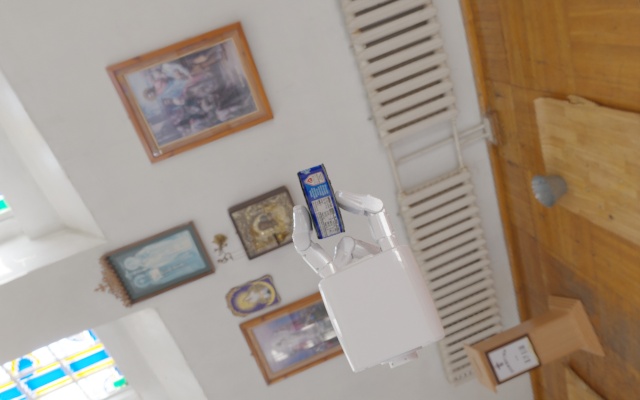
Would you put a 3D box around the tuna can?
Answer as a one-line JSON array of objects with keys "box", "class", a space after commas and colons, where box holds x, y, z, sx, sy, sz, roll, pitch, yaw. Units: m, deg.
[{"box": [0.000, 0.002, 0.562, 0.034, 0.086, 0.086, -18, 0, -2], "class": "tuna can"}]
